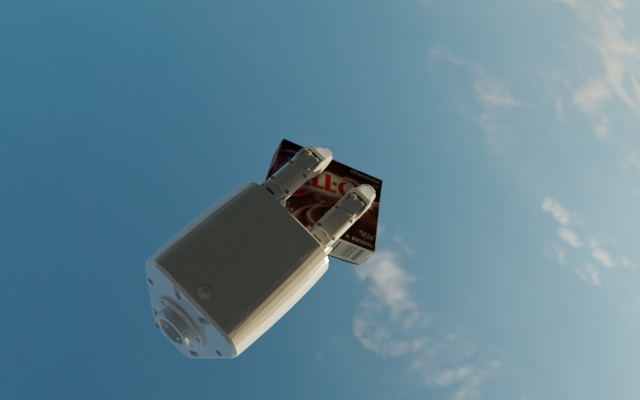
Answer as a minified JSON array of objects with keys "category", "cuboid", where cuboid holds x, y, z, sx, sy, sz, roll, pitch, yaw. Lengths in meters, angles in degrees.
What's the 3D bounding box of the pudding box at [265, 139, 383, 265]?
[{"category":"pudding box","cuboid":[0.000,0.002,0.457,0.113,0.090,0.039,23,-40,-14]}]
